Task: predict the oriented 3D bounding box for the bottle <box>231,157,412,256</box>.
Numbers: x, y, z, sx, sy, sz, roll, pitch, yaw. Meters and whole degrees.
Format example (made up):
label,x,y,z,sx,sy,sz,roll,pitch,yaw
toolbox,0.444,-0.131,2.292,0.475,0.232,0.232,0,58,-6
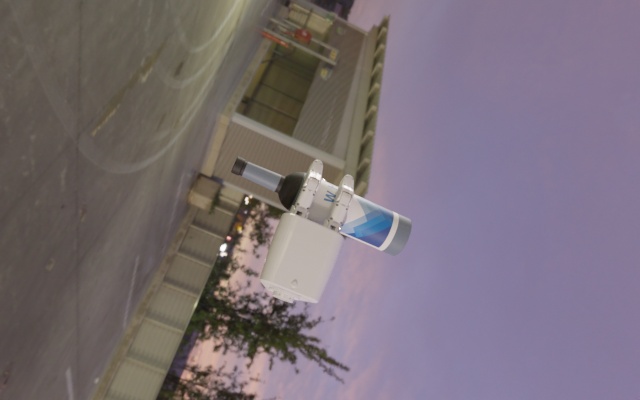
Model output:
label,x,y,z,sx,sy,sz,roll,pitch,yaw
bottle,0.000,0.003,0.760,0.296,0.069,0.069,24,-4,-10
